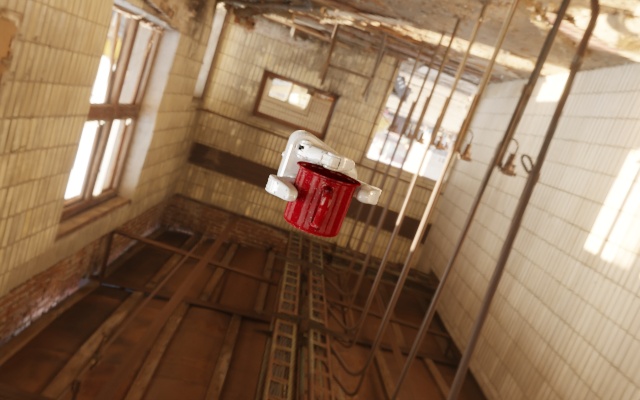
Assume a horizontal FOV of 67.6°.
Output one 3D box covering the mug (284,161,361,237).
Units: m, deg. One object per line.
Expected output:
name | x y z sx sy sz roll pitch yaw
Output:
mug | 0.000 0.003 0.647 0.093 0.081 0.117 18 11 -10
